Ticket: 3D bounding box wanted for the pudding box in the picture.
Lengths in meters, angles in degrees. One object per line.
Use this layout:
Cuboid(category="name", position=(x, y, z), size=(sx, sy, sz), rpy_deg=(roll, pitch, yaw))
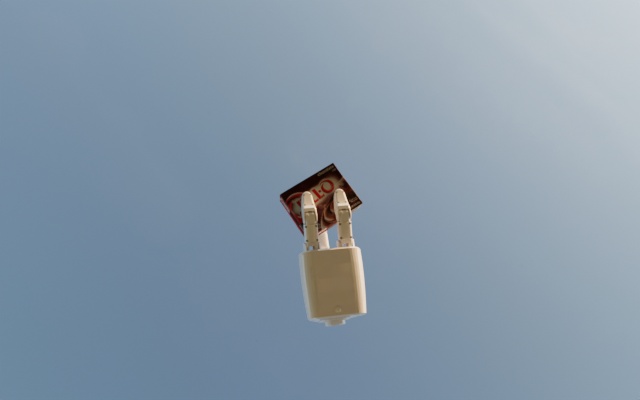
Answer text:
Cuboid(category="pudding box", position=(0.000, 0.003, 0.812), size=(0.113, 0.090, 0.039), rpy_deg=(-32, -13, -17))
